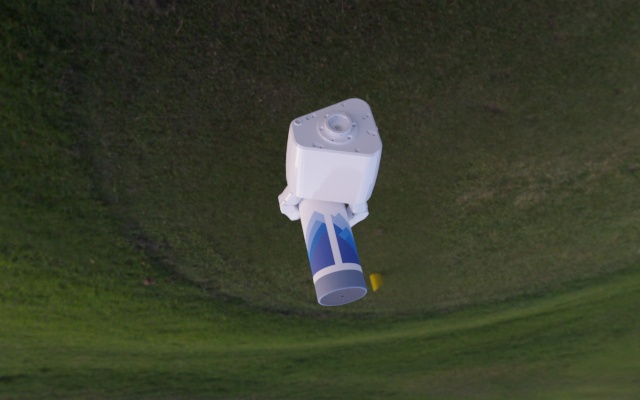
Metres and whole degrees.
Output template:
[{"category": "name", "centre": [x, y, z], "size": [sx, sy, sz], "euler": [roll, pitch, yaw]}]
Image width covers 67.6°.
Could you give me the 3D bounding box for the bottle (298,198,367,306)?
[{"category": "bottle", "centre": [0.000, 0.003, 0.701], "size": [0.069, 0.295, 0.069], "euler": [-10, -29, -6]}]
